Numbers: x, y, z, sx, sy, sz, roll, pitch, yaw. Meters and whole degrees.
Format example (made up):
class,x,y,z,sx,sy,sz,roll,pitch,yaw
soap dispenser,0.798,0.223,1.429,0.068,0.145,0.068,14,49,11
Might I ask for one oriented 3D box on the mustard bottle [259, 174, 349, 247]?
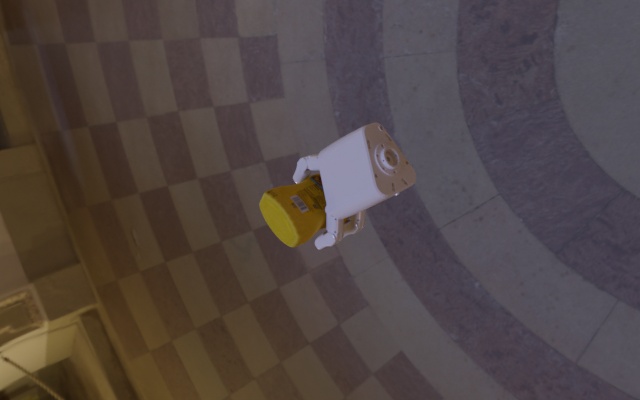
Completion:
class,x,y,z,sx,sy,sz,roll,pitch,yaw
mustard bottle,0.000,0.003,0.787,0.191,0.096,0.058,-23,-26,-41
